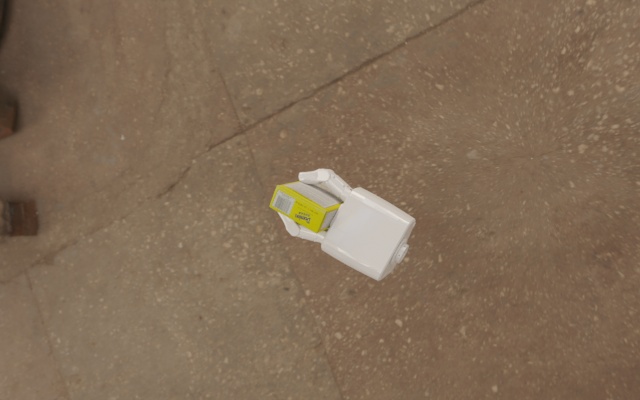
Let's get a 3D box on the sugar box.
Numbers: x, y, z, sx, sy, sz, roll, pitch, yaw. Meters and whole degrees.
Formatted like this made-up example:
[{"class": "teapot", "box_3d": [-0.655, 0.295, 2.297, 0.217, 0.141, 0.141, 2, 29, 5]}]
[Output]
[{"class": "sugar box", "box_3d": [0.000, 0.003, 0.800, 0.093, 0.048, 0.176, 29, 16, 19]}]
